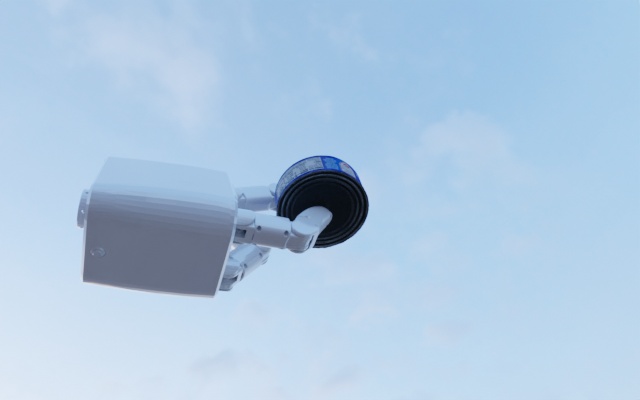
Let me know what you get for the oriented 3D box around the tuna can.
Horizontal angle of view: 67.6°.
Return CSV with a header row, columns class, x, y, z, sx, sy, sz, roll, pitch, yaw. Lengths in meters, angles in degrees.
class,x,y,z,sx,sy,sz,roll,pitch,yaw
tuna can,0.000,0.001,0.448,0.086,0.086,0.033,0,33,-10
